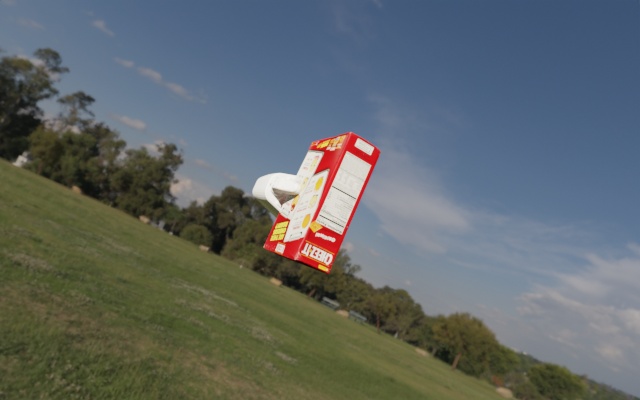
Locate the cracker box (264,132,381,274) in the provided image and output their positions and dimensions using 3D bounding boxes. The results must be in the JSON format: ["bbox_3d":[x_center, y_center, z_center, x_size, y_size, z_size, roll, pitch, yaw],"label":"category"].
[{"bbox_3d":[0.000,0.002,0.792,0.072,0.213,0.164,27,-9,-21],"label":"cracker box"}]
